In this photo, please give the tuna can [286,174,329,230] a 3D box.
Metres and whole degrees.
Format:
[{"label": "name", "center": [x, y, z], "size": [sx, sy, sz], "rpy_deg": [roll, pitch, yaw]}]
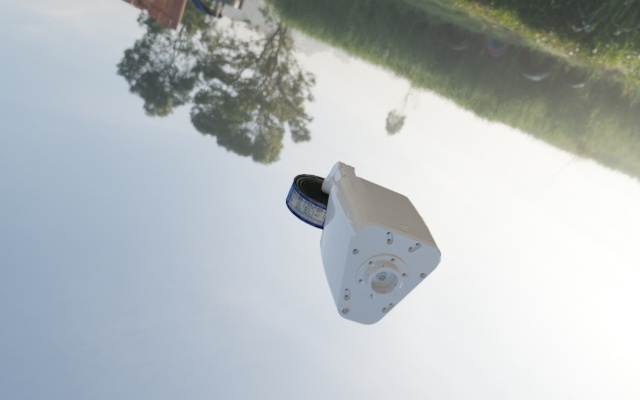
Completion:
[{"label": "tuna can", "center": [0.000, 0.002, 0.605], "size": [0.086, 0.034, 0.086], "rpy_deg": [21, 23, -9]}]
